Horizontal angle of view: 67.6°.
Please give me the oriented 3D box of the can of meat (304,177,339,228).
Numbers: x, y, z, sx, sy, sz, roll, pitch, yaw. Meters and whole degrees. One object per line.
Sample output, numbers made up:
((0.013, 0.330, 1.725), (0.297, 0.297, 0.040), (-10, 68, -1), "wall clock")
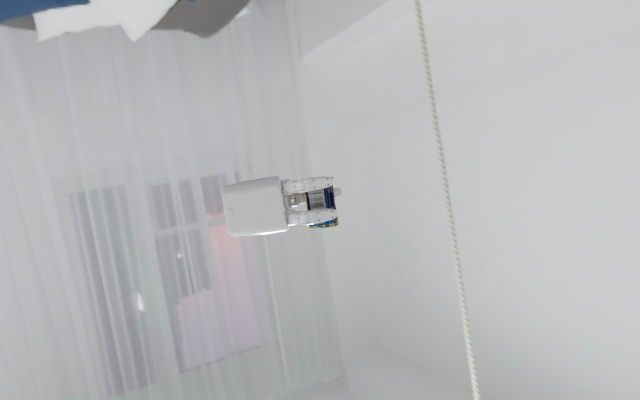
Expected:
((0.000, 0.003, 0.858), (0.057, 0.084, 0.102), (-8, 4, 1), "can of meat")
